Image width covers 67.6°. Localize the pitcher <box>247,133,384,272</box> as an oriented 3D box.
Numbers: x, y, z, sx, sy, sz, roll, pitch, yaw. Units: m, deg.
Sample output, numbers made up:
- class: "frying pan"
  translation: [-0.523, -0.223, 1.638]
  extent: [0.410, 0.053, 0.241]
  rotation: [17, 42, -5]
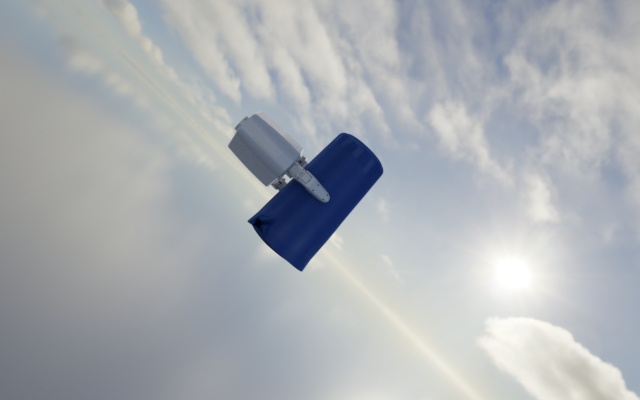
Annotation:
- class: "pitcher"
  translation: [0.000, 0.003, 0.863]
  extent: [0.145, 0.243, 0.149]
  rotation: [44, -4, -8]
